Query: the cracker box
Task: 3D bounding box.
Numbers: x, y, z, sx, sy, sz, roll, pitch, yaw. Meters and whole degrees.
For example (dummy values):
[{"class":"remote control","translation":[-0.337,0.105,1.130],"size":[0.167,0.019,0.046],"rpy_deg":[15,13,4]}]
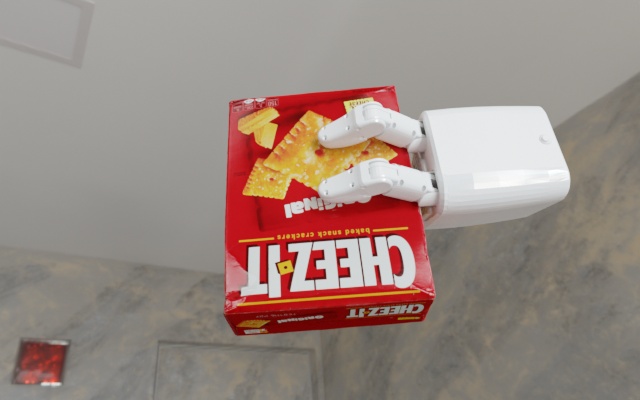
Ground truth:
[{"class":"cracker box","translation":[0.000,0.001,0.429],"size":[0.164,0.213,0.072],"rpy_deg":[-5,-30,0]}]
